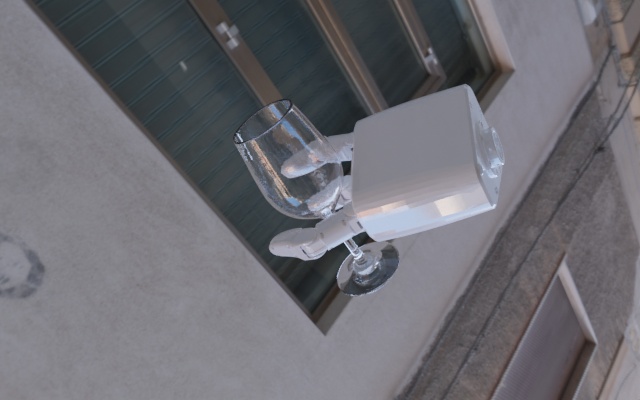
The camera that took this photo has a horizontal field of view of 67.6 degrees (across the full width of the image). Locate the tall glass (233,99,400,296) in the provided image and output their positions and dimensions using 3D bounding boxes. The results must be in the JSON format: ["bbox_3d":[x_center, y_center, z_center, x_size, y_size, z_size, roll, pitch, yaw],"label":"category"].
[{"bbox_3d":[0.000,0.002,0.460,0.079,0.201,0.079,-26,31,17],"label":"tall glass"}]
